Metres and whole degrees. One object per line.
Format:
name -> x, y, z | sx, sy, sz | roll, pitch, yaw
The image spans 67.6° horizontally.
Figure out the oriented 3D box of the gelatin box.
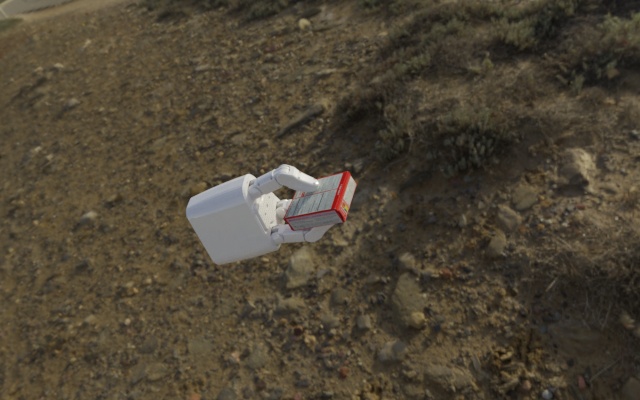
gelatin box -> 0.000, 0.002, 0.663 | 0.089, 0.073, 0.030 | -13, -51, 33
